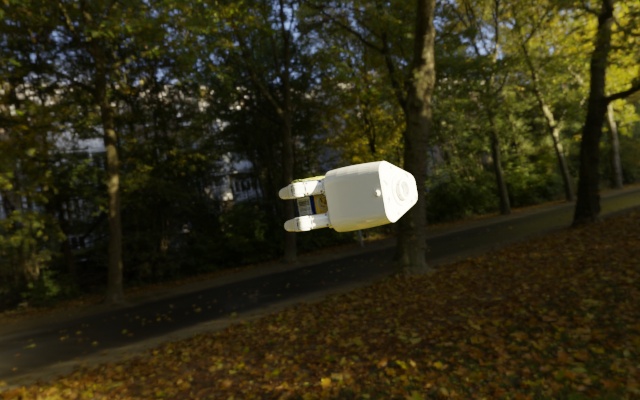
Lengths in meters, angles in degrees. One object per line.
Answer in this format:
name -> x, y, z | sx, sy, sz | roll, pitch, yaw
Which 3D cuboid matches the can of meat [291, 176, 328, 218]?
can of meat -> 0.000, 0.002, 0.826 | 0.057, 0.084, 0.102 | -11, -2, 42
